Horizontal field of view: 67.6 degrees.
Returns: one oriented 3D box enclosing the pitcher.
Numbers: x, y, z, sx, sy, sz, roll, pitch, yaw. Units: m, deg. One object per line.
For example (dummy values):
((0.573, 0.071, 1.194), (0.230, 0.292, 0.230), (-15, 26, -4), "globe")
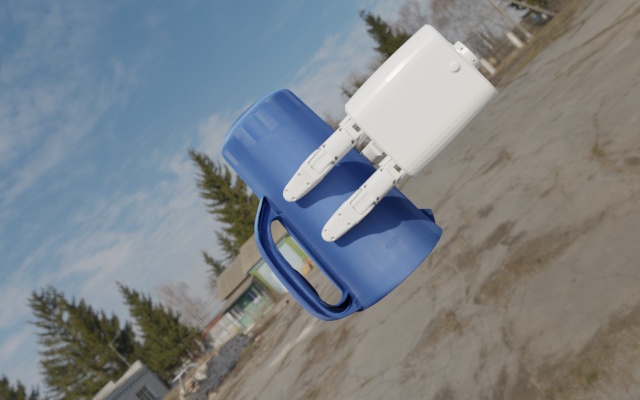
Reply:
((0.000, 0.002, 0.530), (0.145, 0.243, 0.149), (-45, -2, 22), "pitcher")
